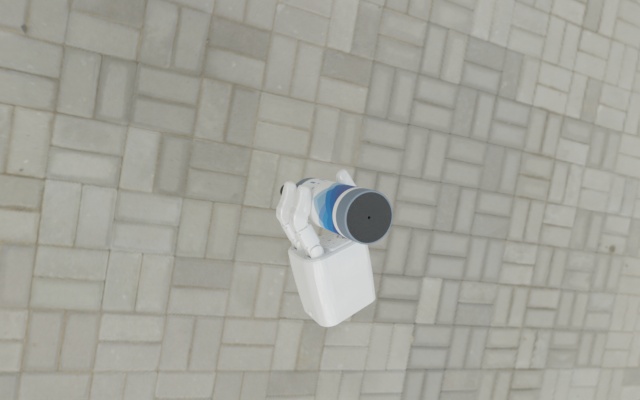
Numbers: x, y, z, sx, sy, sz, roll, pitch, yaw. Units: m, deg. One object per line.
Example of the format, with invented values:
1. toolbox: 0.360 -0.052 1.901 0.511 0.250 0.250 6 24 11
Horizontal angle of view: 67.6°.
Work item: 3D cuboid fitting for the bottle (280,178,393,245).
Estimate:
1. bottle: 0.000 0.002 0.703 0.069 0.069 0.295 0 7 -24
